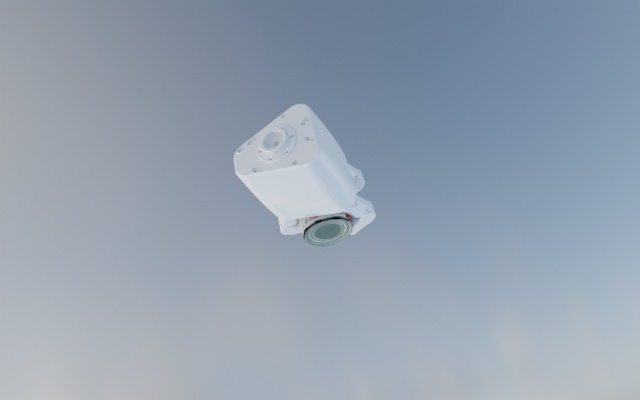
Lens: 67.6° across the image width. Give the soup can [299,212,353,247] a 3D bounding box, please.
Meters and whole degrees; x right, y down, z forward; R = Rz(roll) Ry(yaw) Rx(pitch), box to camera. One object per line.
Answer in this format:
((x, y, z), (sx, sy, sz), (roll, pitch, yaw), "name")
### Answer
((0.000, 0.003, 0.643), (0.068, 0.102, 0.069), (-10, -35, -7), "soup can")
